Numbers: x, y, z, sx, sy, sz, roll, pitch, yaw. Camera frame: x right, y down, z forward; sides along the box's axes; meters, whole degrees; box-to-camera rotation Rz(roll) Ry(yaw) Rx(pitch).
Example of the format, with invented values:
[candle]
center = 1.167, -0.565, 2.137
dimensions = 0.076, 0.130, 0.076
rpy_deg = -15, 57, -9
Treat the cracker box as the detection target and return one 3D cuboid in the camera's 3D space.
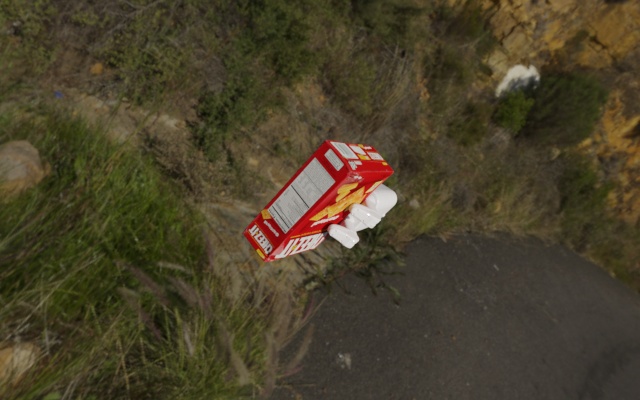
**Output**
[cracker box]
center = 0.000, 0.002, 0.782
dimensions = 0.214, 0.072, 0.164
rpy_deg = -47, -19, 23
